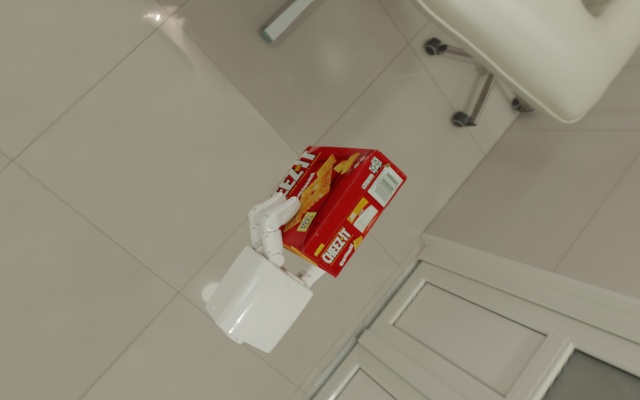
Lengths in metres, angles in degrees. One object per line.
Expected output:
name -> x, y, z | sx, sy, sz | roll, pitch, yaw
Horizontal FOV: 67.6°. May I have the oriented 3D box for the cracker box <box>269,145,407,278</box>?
cracker box -> 0.000, 0.002, 0.688 | 0.072, 0.164, 0.213 | 41, -10, -25
